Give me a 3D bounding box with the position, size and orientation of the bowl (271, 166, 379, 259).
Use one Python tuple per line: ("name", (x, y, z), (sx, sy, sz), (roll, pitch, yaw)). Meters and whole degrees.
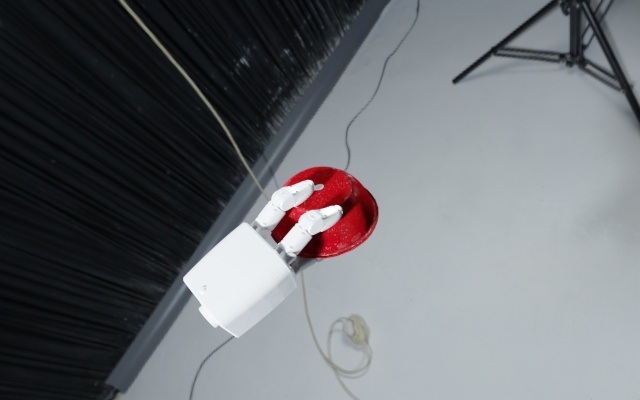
("bowl", (0.001, 0.001, 0.670), (0.162, 0.055, 0.162), (-4, 44, 4))
